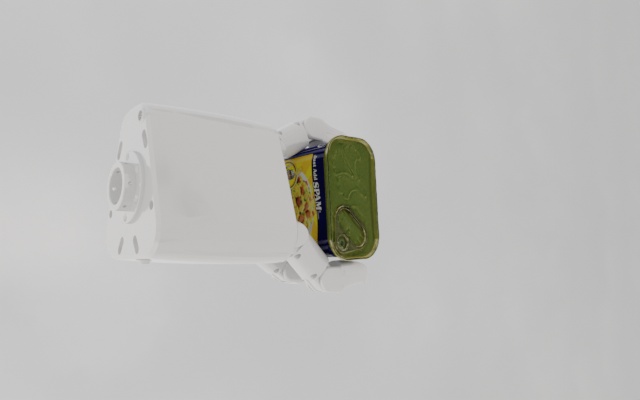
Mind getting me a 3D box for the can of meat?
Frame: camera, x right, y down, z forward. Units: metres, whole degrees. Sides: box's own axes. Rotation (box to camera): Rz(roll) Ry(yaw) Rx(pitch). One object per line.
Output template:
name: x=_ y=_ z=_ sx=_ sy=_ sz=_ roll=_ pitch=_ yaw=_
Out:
can of meat: x=0.000 y=0.001 z=0.421 sx=0.057 sy=0.102 sz=0.084 roll=1 pitch=-6 yaw=-43
